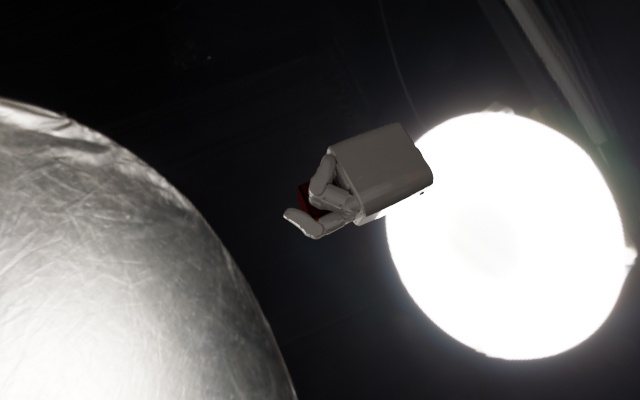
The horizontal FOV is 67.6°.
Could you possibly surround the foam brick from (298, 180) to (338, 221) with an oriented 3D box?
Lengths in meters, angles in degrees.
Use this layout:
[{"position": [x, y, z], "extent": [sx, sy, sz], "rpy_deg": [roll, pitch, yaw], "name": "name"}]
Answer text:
[{"position": [0.000, 0.002, 0.689], "extent": [0.051, 0.053, 0.078], "rpy_deg": [-23, -11, -8], "name": "foam brick"}]
